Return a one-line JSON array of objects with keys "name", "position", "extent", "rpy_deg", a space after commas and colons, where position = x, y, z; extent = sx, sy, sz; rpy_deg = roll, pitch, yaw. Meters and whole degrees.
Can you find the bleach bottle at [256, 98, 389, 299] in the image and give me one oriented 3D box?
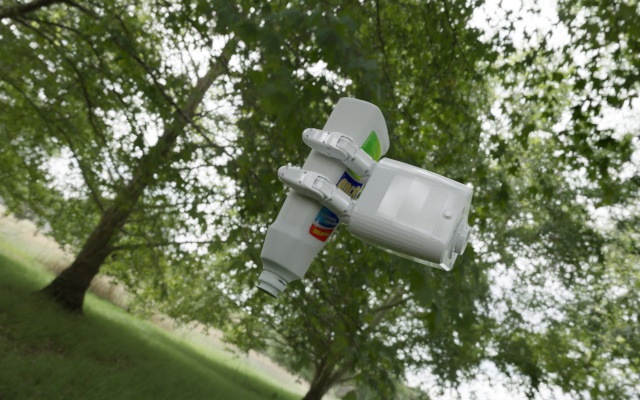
[{"name": "bleach bottle", "position": [0.000, 0.002, 0.572], "extent": [0.068, 0.250, 0.103], "rpy_deg": [20, -22, 24]}]
